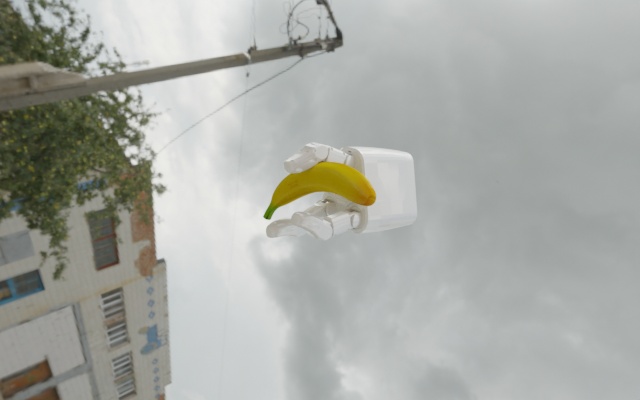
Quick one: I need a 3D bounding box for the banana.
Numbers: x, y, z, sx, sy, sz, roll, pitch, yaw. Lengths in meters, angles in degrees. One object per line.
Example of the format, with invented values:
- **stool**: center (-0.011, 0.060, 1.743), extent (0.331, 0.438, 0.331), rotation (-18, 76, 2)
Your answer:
- **banana**: center (-0.001, -0.016, 0.598), extent (0.037, 0.069, 0.198), rotation (14, -16, -39)
